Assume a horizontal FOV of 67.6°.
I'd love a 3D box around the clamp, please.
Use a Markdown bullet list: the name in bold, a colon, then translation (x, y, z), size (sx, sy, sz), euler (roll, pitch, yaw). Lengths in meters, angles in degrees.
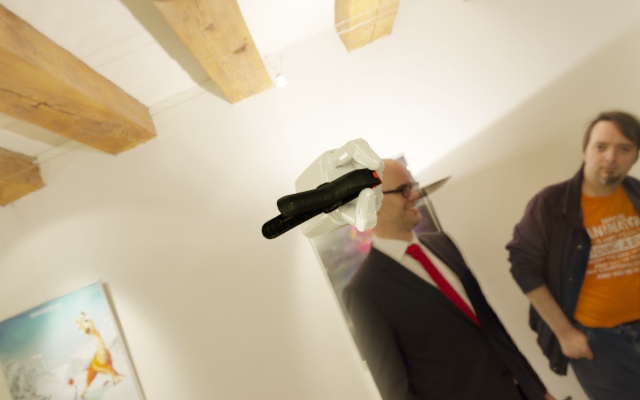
- **clamp**: translation (0.000, 0.001, 0.620), size (0.171, 0.039, 0.120), euler (-19, -7, -31)
